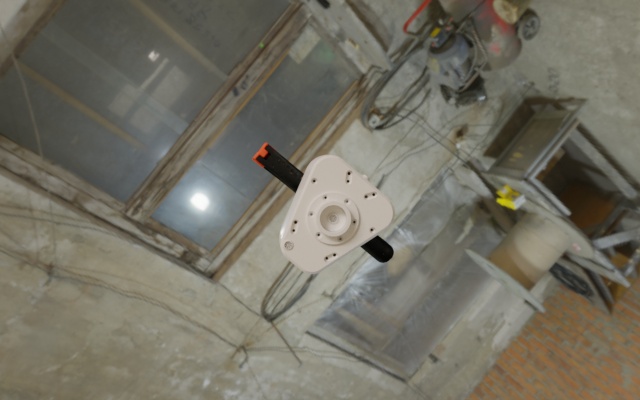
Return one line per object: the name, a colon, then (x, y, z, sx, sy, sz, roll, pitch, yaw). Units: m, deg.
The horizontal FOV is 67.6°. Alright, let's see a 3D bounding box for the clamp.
clamp: (-0.001, 0.002, 0.642, 0.210, 0.036, 0.164, 39, -2, -3)
